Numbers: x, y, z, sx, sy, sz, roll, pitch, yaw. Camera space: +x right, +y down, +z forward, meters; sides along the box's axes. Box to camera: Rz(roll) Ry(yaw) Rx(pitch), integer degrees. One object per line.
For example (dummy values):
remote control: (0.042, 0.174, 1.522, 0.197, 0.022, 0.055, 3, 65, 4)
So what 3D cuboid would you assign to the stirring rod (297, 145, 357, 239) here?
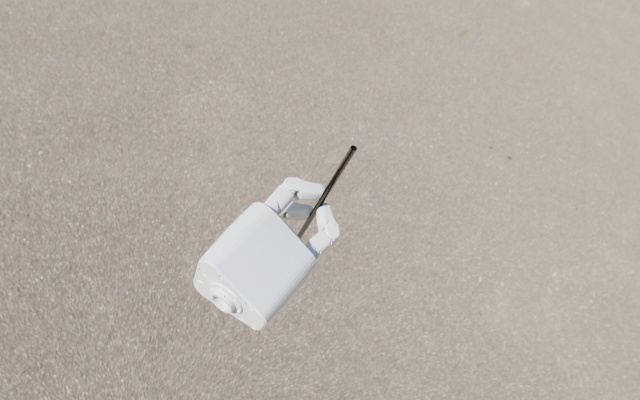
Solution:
stirring rod: (0.000, 0.002, 0.646, 0.011, 0.011, 0.240, 0, -31, -22)
